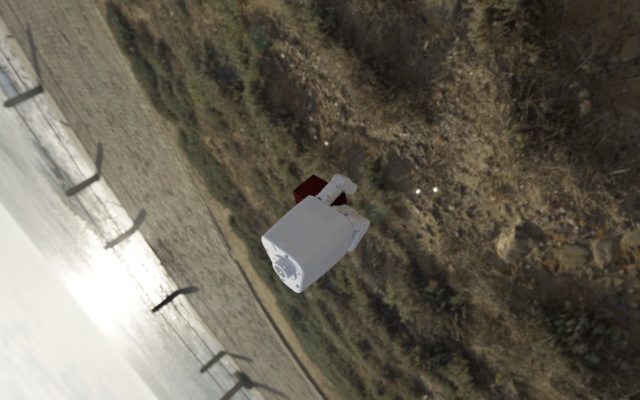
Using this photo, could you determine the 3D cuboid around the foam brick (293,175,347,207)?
[{"bbox_3d":[0.000,0.003,0.807,0.078,0.053,0.051,32,60,33],"label":"foam brick"}]
